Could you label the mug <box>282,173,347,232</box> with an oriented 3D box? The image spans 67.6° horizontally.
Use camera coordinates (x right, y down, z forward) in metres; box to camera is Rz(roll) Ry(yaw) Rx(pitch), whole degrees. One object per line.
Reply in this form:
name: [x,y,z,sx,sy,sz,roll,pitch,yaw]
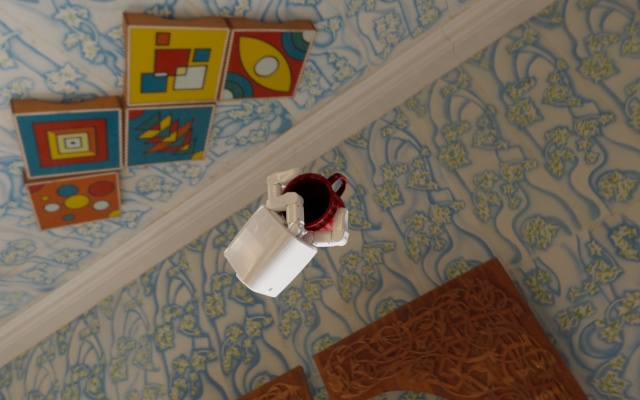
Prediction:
mug: [0.001,0.002,0.798,0.093,0.117,0.081,41,0,30]
